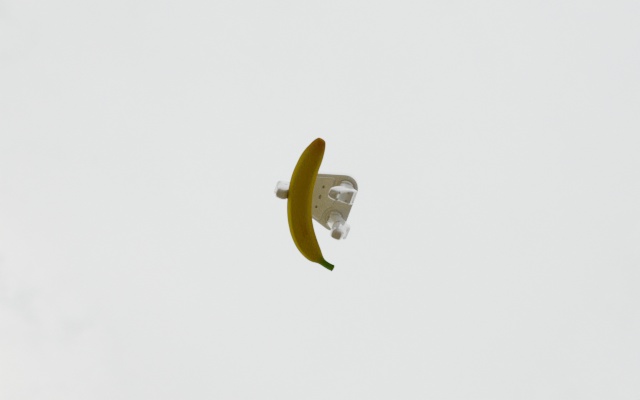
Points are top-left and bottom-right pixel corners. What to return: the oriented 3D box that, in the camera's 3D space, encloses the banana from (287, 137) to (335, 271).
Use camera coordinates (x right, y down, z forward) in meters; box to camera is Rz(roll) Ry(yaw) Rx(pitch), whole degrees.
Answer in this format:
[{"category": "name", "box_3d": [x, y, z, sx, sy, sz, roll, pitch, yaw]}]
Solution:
[{"category": "banana", "box_3d": [-0.018, 0.007, 0.714, 0.069, 0.198, 0.037, -4, 7, 12]}]
